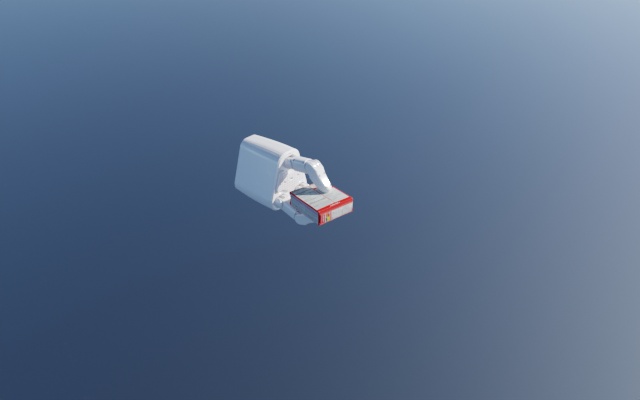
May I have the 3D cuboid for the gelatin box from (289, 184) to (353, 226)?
[{"bbox_3d":[0.000,0.002,0.821,0.073,0.030,0.089,-22,35,-31],"label":"gelatin box"}]
